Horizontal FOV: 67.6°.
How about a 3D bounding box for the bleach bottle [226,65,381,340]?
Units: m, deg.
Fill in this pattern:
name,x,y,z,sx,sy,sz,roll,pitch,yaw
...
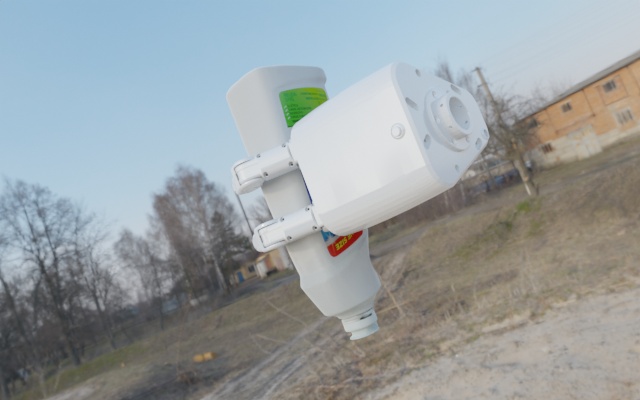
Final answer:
name,x,y,z,sx,sy,sz,roll,pitch,yaw
bleach bottle,0.000,0.001,0.445,0.068,0.251,0.102,-26,-7,42
